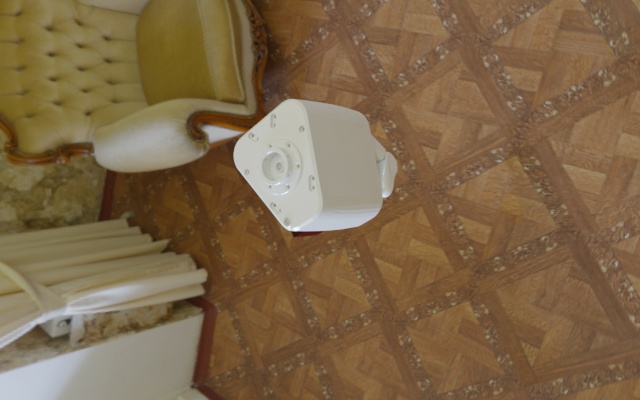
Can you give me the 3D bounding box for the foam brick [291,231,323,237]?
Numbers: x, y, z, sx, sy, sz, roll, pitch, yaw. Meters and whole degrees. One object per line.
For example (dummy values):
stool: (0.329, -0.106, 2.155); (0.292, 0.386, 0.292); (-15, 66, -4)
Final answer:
foam brick: (0.000, 0.002, 0.545); (0.078, 0.053, 0.051); (-33, -16, 30)
